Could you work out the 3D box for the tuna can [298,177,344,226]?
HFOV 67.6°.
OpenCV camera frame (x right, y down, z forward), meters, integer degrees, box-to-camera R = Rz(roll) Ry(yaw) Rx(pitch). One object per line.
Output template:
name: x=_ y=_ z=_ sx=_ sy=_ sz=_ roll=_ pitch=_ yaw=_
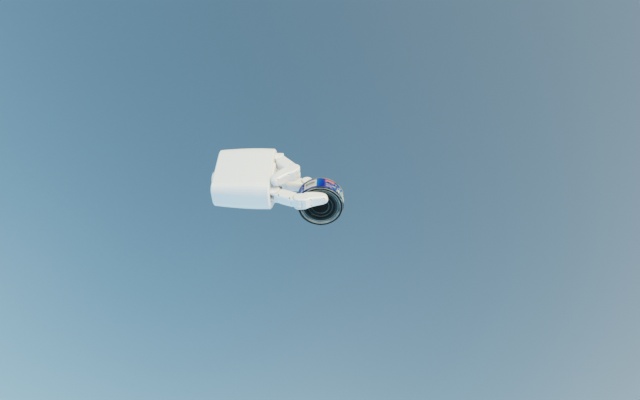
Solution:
tuna can: x=0.000 y=0.003 z=0.867 sx=0.086 sy=0.086 sz=0.033 roll=0 pitch=34 yaw=2
